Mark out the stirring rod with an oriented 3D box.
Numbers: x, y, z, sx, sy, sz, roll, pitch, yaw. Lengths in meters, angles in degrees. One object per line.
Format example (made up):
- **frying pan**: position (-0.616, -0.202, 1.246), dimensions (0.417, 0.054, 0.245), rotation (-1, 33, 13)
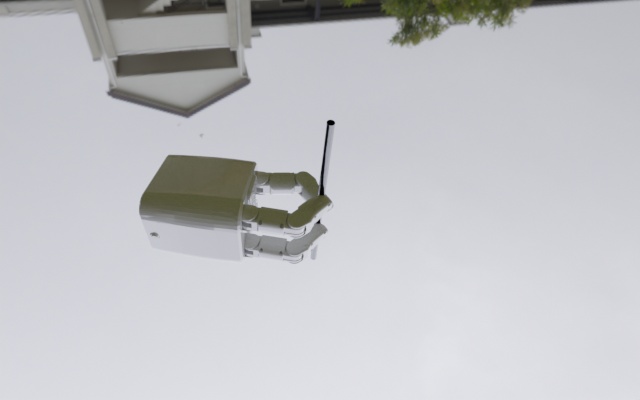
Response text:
- **stirring rod**: position (0.000, 0.002, 0.532), dimensions (0.011, 0.011, 0.240), rotation (0, -37, -6)
